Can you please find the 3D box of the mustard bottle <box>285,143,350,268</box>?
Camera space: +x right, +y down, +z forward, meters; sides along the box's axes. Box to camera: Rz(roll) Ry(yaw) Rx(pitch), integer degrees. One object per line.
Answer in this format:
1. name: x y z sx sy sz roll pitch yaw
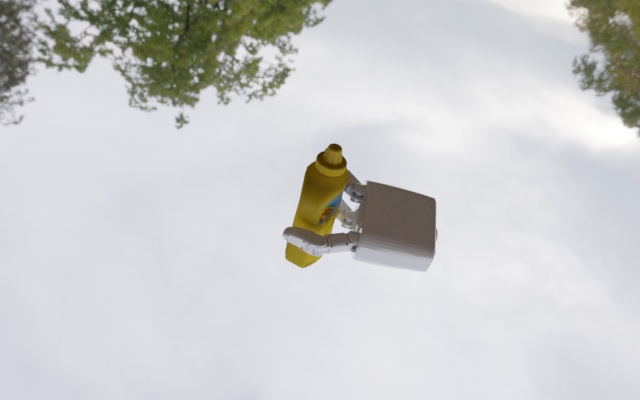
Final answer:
1. mustard bottle: 0.000 0.002 0.664 0.058 0.192 0.096 28 43 13
